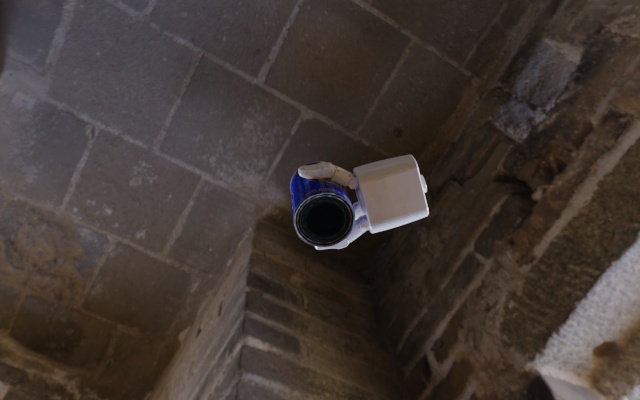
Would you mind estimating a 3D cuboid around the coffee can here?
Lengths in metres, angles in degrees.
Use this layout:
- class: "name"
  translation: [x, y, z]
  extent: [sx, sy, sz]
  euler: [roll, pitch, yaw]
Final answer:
- class: "coffee can"
  translation: [0.000, 0.003, 0.845]
  extent: [0.103, 0.103, 0.140]
  euler: [0, 26, -6]
